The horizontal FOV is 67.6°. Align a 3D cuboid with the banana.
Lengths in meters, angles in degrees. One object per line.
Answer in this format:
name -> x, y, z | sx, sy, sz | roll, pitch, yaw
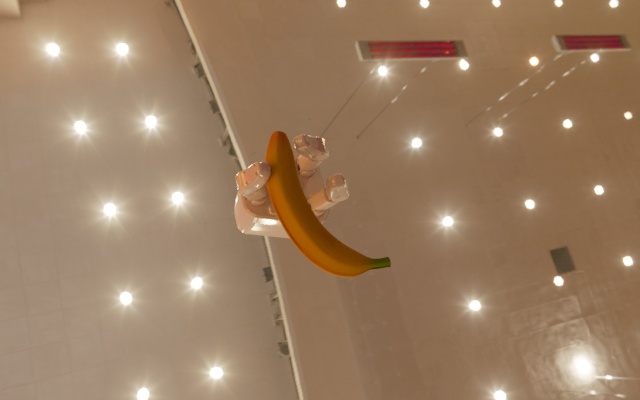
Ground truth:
banana -> -0.012, 0.015, 0.524 | 0.069, 0.198, 0.037 | -36, -8, -22
